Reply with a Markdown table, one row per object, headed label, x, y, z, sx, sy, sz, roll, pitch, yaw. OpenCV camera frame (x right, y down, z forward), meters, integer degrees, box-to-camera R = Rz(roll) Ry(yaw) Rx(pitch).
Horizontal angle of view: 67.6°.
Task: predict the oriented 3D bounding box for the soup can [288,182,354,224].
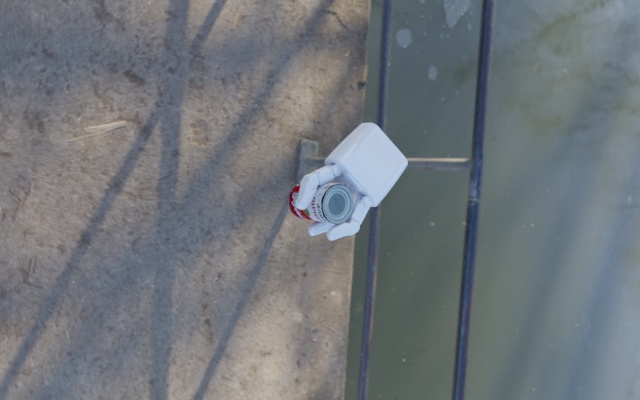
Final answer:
| label | x | y | z | sx | sy | sz | roll | pitch | yaw |
| --- | --- | --- | --- | --- | --- | --- | --- | --- | --- |
| soup can | 0.000 | 0.003 | 0.816 | 0.068 | 0.068 | 0.102 | 0 | 4 | -36 |
